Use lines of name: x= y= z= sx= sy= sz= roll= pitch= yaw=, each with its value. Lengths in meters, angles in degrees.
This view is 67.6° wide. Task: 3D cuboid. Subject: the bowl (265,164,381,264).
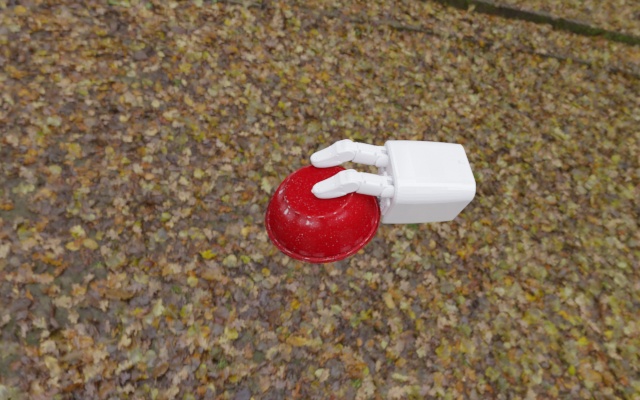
bowl: x=-0.001 y=0.002 z=0.641 sx=0.162 sy=0.162 sz=0.055 roll=0 pitch=-39 yaw=8
